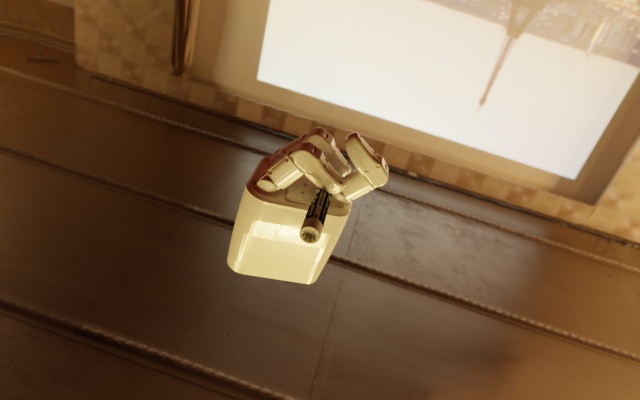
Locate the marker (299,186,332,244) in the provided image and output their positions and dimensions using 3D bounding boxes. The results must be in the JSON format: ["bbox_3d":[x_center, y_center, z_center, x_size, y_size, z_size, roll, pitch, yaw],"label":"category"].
[{"bbox_3d":[0.000,0.001,0.462,0.020,0.020,0.121,0,28,10],"label":"marker"}]
